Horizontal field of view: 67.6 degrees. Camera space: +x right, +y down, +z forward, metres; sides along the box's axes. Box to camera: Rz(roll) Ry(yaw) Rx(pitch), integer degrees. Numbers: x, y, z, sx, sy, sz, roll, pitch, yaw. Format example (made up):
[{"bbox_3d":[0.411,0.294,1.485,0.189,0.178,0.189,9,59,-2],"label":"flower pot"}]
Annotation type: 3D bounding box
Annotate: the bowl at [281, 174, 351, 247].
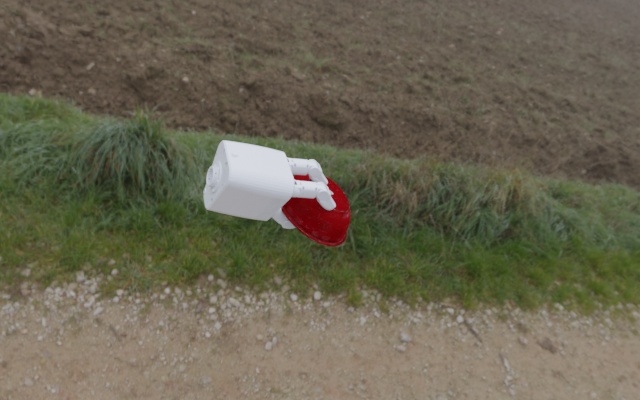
[{"bbox_3d":[0.001,0.003,0.855,0.055,0.162,0.162,-47,-25,26],"label":"bowl"}]
